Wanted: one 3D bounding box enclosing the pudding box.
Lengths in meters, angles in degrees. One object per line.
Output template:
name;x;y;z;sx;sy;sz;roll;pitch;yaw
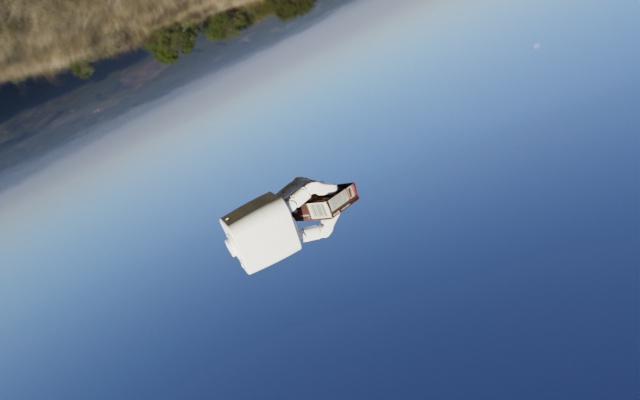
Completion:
pudding box;0.000;0.003;0.877;0.113;0.039;0.090;-3;23;41
